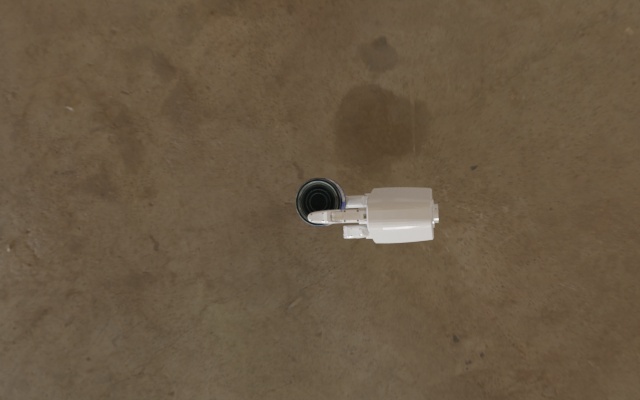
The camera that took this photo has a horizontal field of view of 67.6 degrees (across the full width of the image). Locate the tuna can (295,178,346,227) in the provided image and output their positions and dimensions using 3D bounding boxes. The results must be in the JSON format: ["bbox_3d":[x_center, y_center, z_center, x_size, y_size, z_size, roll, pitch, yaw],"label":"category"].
[{"bbox_3d":[0.000,0.003,0.836,0.086,0.086,0.034,0,1,17],"label":"tuna can"}]
